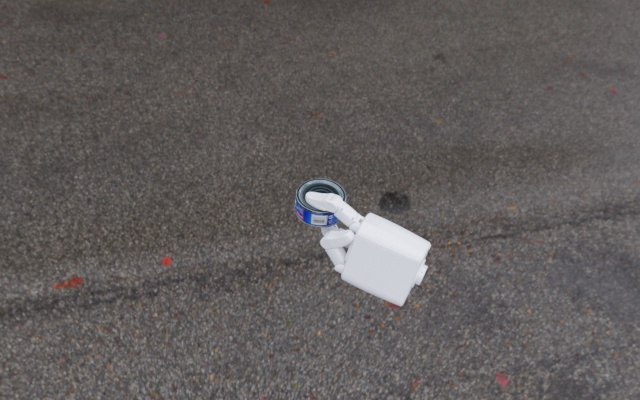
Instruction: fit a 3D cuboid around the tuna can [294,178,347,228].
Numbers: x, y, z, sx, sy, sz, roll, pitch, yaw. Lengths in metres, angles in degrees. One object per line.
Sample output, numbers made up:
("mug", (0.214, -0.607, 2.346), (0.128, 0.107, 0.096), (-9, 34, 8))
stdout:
("tuna can", (0.000, 0.002, 0.788), (0.086, 0.034, 0.086), (3, 44, -3))
